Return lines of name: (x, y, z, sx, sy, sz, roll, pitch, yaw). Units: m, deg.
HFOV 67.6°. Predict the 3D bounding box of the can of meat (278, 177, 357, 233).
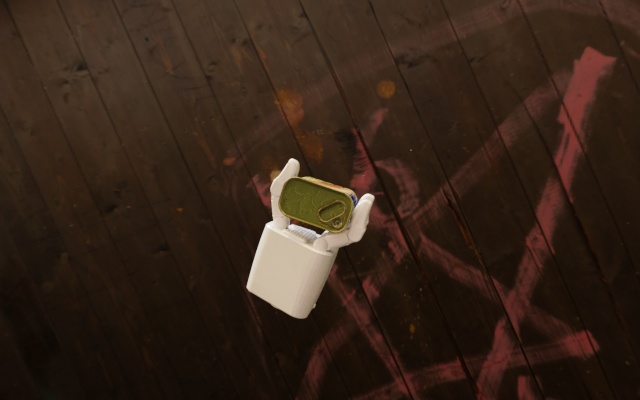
can of meat: (0.000, 0.002, 0.689, 0.102, 0.057, 0.084, 19, 8, 8)
